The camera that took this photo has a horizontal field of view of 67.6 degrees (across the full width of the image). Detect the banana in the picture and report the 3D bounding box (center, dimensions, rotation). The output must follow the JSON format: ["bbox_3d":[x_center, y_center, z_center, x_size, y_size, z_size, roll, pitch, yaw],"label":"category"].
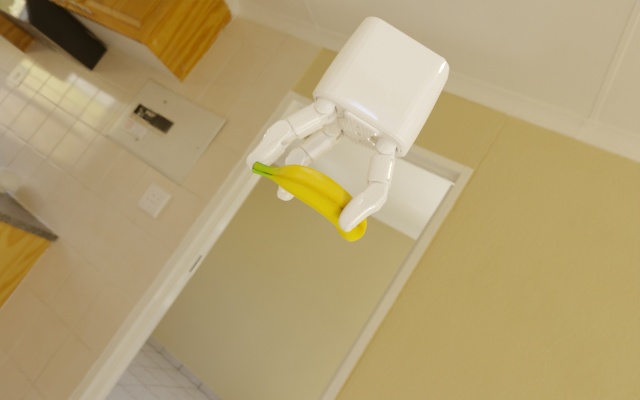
[{"bbox_3d":[0.011,0.006,0.527,0.069,0.037,0.198,22,-12,41],"label":"banana"}]
